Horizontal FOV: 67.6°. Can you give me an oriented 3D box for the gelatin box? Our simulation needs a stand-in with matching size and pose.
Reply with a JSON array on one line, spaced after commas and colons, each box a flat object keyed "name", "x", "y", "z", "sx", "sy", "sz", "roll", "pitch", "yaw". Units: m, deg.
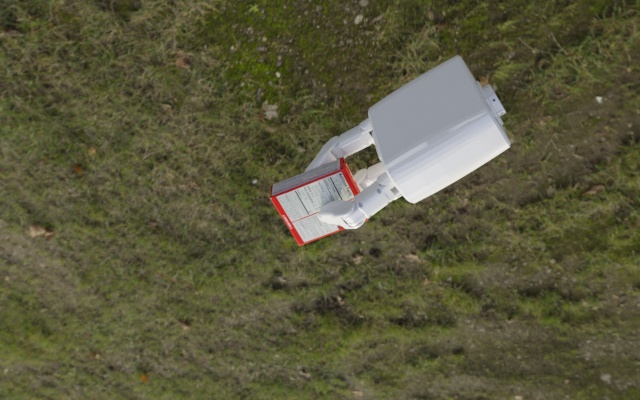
[{"name": "gelatin box", "x": 0.000, "y": 0.002, "z": 0.525, "sx": 0.089, "sy": 0.073, "sz": 0.030, "roll": -21, "pitch": 32, "yaw": 13}]
